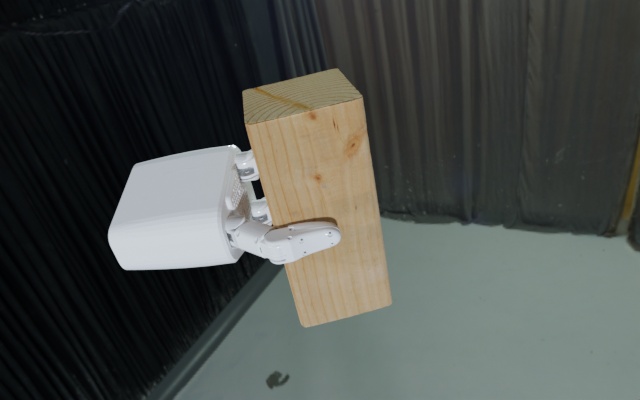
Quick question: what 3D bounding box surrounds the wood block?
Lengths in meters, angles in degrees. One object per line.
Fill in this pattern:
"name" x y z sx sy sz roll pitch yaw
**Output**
"wood block" 0.000 0.002 0.433 0.090 0.206 0.090 -14 30 -3
